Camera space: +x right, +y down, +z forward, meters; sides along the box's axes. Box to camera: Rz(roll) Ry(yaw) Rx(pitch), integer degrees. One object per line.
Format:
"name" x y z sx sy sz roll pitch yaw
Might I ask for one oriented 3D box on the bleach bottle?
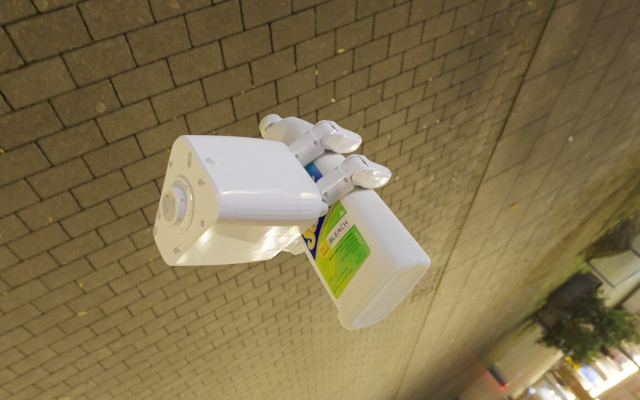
"bleach bottle" 0.000 0.002 0.498 0.068 0.103 0.250 1 42 -45
